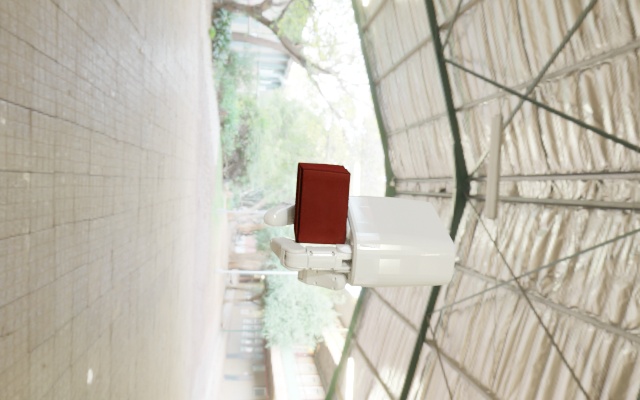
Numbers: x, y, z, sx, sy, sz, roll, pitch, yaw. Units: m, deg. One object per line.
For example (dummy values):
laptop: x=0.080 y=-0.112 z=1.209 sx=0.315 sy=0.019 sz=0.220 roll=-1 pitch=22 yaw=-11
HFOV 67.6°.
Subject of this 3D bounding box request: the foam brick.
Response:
foam brick: x=0.000 y=0.001 z=0.499 sx=0.051 sy=0.078 sz=0.053 roll=3 pitch=14 yaw=-6
